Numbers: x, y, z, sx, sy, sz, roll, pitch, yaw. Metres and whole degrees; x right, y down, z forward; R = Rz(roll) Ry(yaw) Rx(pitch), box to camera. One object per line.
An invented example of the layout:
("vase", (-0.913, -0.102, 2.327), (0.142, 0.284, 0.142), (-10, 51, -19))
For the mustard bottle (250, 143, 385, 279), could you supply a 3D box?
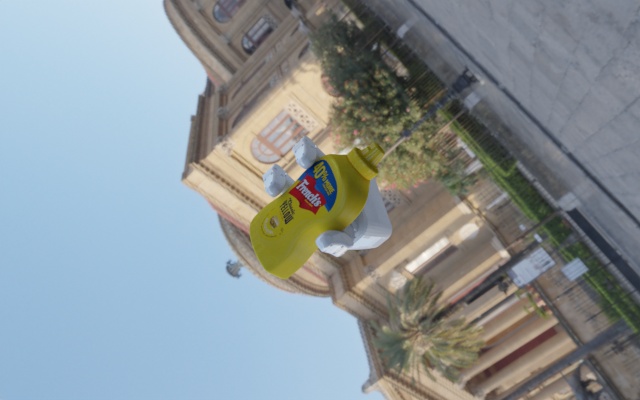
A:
("mustard bottle", (0.000, 0.002, 0.567), (0.192, 0.096, 0.058), (-42, -48, 18))
